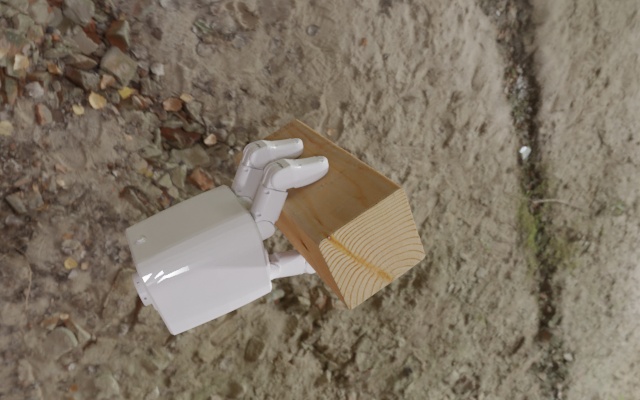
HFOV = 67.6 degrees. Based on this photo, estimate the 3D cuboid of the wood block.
[{"bbox_3d":[0.000,0.002,0.490,0.090,0.091,0.206,-33,37,-12],"label":"wood block"}]
